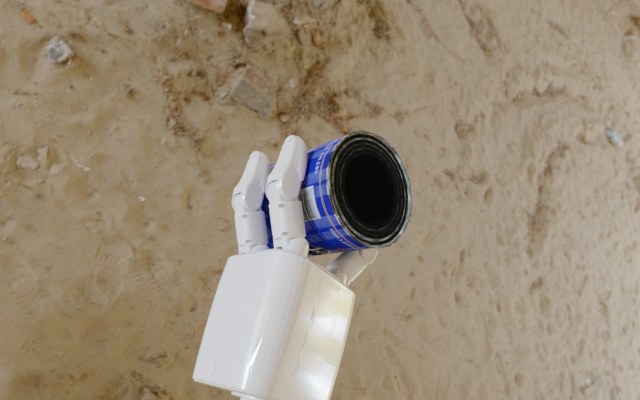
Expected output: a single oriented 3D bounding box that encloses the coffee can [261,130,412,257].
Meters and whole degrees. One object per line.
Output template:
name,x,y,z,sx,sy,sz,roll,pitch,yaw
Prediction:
coffee can,0.000,0.001,0.457,0.103,0.103,0.140,0,-10,-41
